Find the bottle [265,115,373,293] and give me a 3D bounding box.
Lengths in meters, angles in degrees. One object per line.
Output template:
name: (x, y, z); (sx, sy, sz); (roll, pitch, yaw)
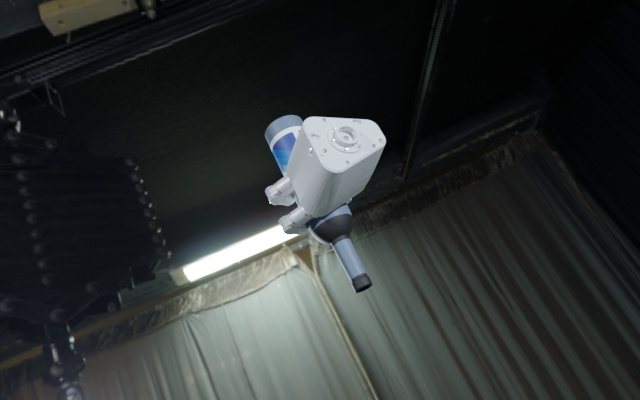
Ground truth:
bottle: (0.000, 0.002, 0.722); (0.069, 0.295, 0.069); (-22, -25, -11)
